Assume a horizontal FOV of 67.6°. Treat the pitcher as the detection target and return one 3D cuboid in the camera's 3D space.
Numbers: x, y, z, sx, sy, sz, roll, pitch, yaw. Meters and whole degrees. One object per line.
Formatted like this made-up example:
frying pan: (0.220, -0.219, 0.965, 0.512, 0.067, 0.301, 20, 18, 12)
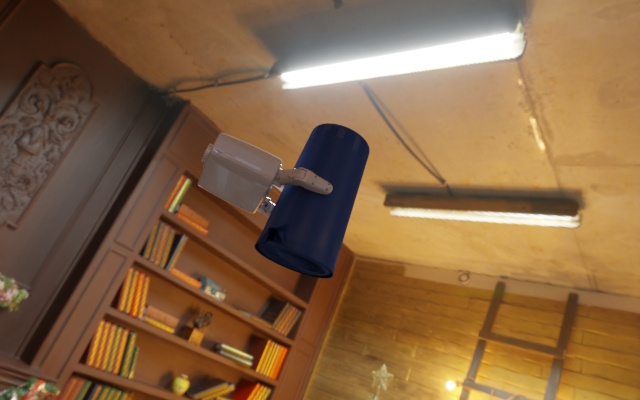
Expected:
pitcher: (0.000, 0.003, 0.801, 0.145, 0.242, 0.149, 26, -21, -9)
